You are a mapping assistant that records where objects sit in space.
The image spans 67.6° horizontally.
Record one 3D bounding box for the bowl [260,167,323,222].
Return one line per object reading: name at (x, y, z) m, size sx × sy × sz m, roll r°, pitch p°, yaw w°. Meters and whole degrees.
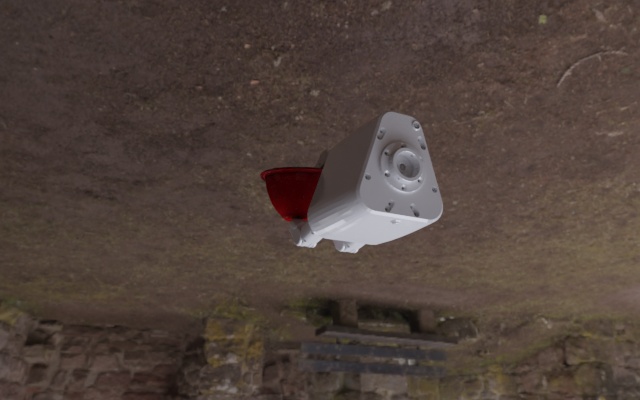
bowl at (0.000, 0.003, 0.616) m, size 0.162 × 0.055 × 0.162 m, roll 6°, pitch -9°, yaw 1°
